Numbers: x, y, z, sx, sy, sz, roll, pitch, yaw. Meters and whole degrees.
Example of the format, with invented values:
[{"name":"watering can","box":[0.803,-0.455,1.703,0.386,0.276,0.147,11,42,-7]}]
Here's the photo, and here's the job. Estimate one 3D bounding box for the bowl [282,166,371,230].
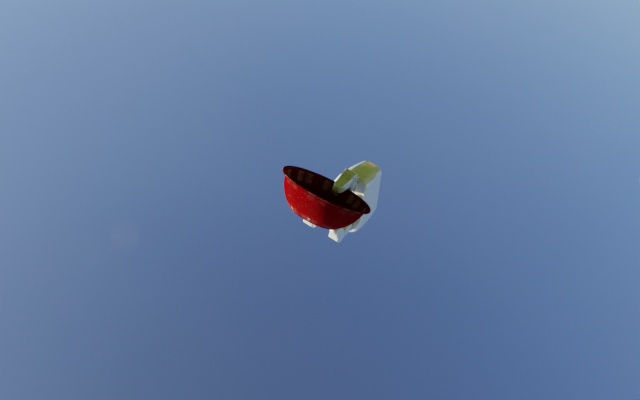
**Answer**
[{"name":"bowl","box":[-0.001,0.003,0.794,0.162,0.055,0.162,25,14,-7]}]
